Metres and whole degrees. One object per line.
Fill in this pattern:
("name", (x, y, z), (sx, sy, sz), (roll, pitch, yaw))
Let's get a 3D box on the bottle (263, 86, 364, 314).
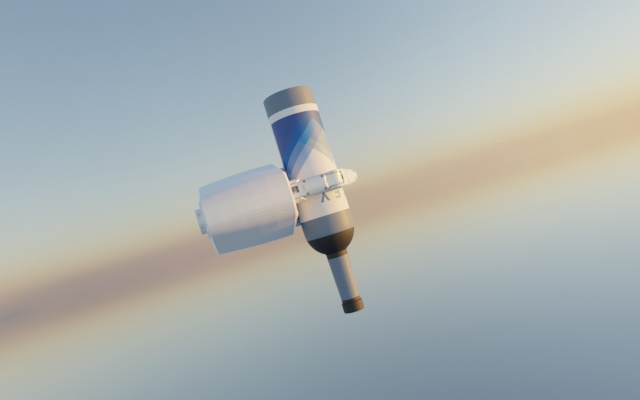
("bottle", (0.000, 0.002, 0.624), (0.069, 0.295, 0.069), (-17, -2, -1))
